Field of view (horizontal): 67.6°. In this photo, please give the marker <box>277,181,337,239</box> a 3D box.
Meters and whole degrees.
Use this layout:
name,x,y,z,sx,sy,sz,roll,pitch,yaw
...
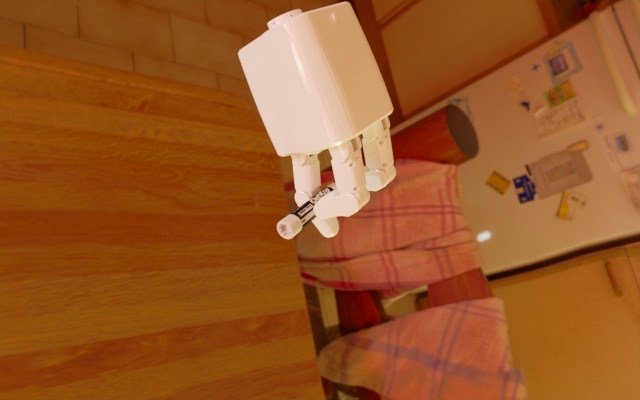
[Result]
name,x,y,z,sx,sy,sz,roll,pitch,yaw
marker,0.000,0.002,0.479,0.020,0.020,0.121,0,26,37
